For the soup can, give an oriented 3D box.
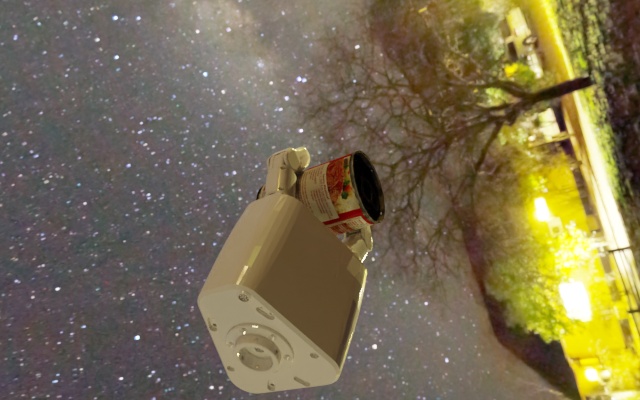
[{"bbox_3d":[0.000,0.001,0.446,0.102,0.068,0.068,-18,-8,25],"label":"soup can"}]
